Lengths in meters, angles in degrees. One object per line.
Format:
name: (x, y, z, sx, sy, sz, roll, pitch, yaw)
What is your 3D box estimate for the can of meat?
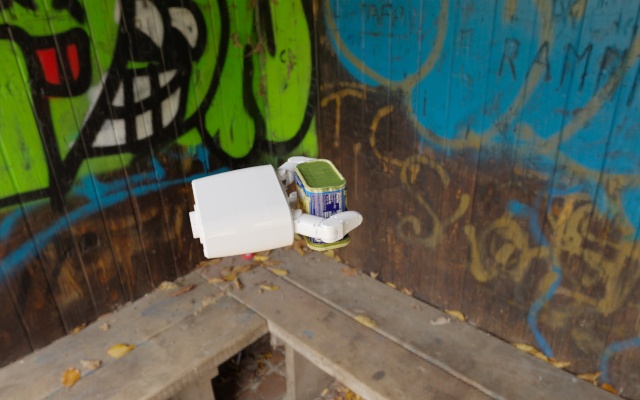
can of meat: (0.000, 0.002, 0.622, 0.057, 0.084, 0.102, -9, 27, -12)
